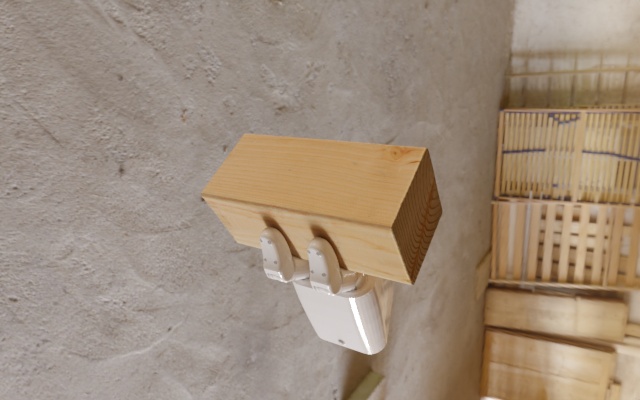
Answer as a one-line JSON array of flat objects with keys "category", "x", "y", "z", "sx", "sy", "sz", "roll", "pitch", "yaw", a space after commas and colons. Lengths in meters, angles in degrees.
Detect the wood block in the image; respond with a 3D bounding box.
[{"category": "wood block", "x": 0.000, "y": 0.002, "z": 0.467, "sx": 0.206, "sy": 0.090, "sz": 0.090, "roll": 9, "pitch": -36, "yaw": 32}]
